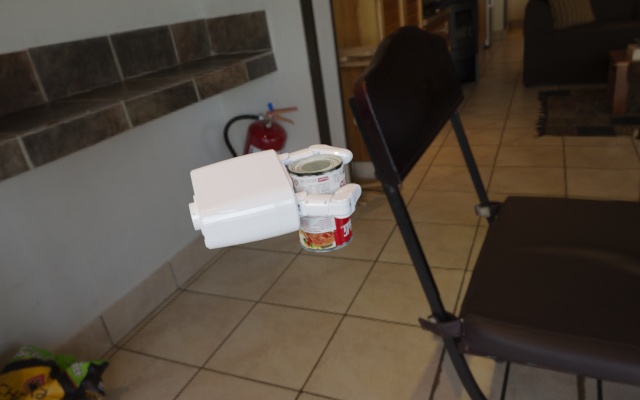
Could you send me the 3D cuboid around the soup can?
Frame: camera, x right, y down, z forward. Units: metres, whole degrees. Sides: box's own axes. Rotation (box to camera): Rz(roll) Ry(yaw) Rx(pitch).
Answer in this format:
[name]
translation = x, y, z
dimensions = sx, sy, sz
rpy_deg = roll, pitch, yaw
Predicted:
[soup can]
translation = 0.001, 0.002, 0.582
dimensions = 0.068, 0.102, 0.068
rpy_deg = -7, 23, 3
